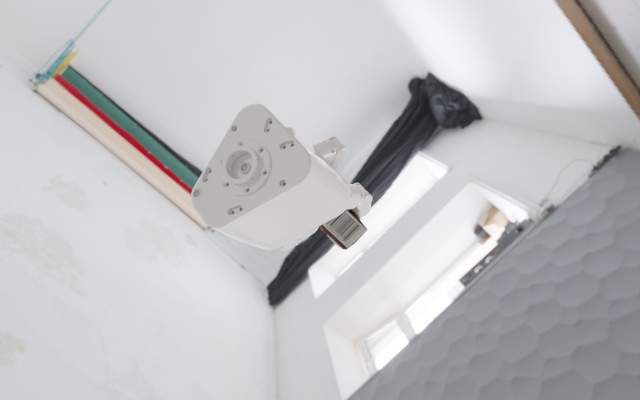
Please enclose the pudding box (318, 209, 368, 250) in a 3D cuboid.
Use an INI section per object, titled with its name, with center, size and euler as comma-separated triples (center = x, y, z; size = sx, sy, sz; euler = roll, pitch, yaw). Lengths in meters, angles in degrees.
[pudding box]
center = 0.000, 0.002, 0.561
size = 0.039, 0.113, 0.090
euler = -44, 4, 4
